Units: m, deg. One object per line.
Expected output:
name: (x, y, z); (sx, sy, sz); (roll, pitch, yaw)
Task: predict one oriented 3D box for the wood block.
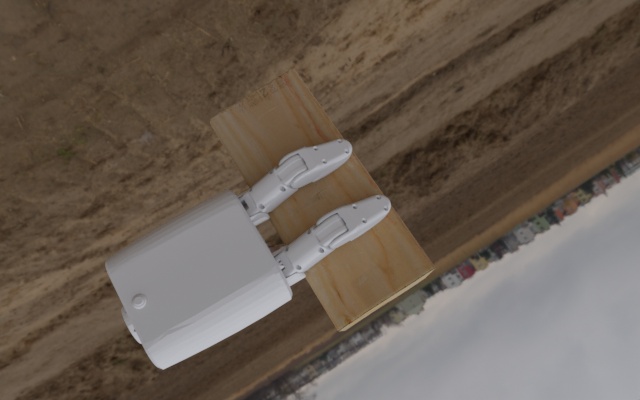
wood block: (0.000, 0.002, 0.423); (0.090, 0.206, 0.091); (-33, -16, -3)
